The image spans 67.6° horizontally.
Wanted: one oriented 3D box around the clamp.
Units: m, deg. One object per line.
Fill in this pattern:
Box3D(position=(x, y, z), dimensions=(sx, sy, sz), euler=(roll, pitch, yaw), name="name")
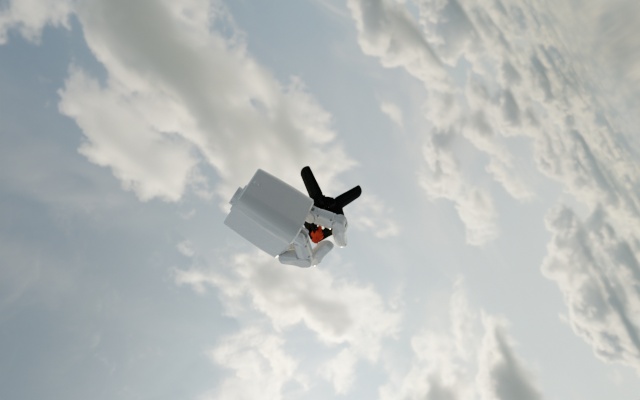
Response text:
Box3D(position=(0.000, 0.003, 0.845), dimensions=(0.120, 0.039, 0.171), euler=(22, 38, 6), name="clamp")
